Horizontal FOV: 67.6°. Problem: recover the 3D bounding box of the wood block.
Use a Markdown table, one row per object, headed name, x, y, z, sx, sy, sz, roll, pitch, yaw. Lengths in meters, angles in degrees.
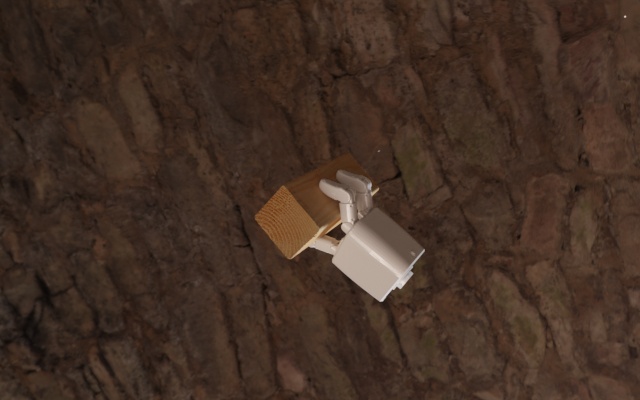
| name | x | y | z | sx | sy | sz | roll | pitch | yaw |
| --- | --- | --- | --- | --- | --- | --- | --- | --- | --- |
| wood block | 0.000 | 0.003 | 0.801 | 0.091 | 0.090 | 0.206 | -46 | -9 | 36 |
